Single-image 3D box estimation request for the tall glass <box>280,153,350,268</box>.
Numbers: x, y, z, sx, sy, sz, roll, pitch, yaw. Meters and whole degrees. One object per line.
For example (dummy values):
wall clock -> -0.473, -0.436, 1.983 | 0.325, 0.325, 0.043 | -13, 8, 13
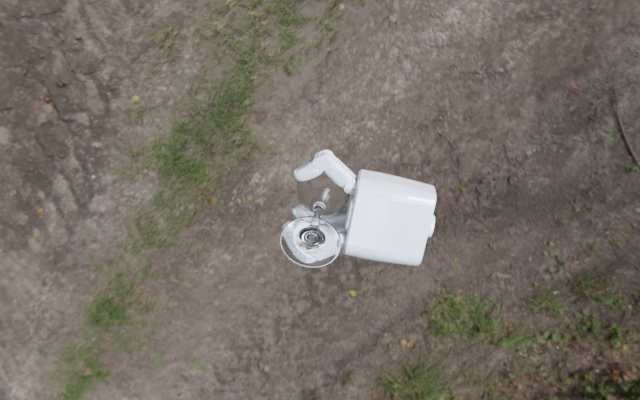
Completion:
tall glass -> 0.000, 0.002, 0.656 | 0.079, 0.079, 0.201 | 0, 30, 8
